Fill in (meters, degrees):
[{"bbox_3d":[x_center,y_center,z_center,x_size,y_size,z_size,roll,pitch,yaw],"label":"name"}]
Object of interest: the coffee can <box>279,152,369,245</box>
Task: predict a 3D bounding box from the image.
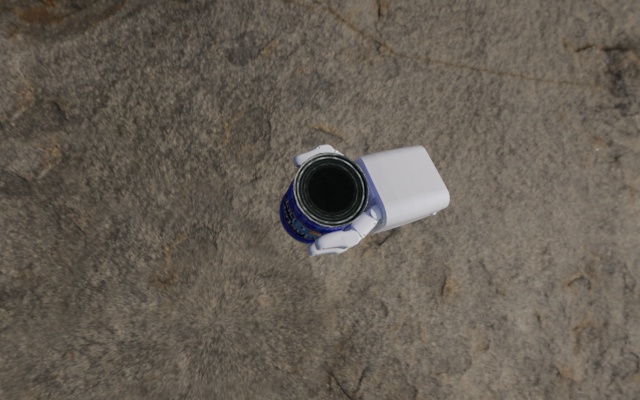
[{"bbox_3d":[0.000,0.002,0.687,0.103,0.102,0.140,0,-14,-12],"label":"coffee can"}]
